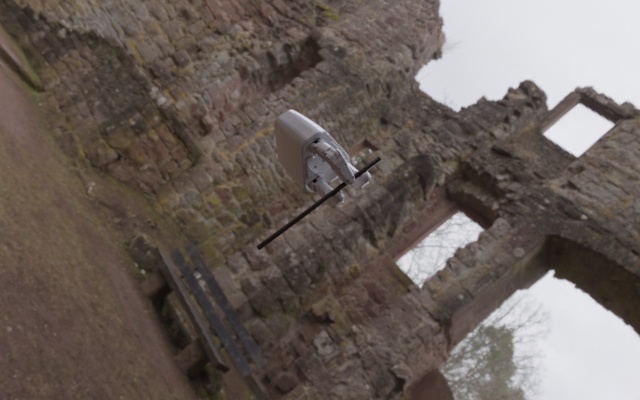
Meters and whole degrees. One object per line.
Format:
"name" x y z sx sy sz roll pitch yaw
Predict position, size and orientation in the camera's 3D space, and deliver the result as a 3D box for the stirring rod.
"stirring rod" 0.000 0.002 0.746 0.239 0.011 0.011 -36 8 -11
